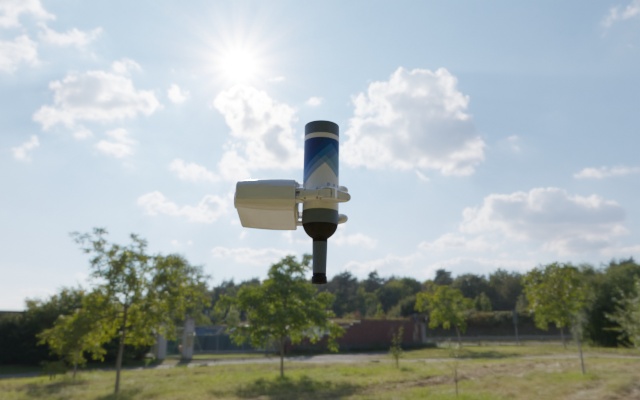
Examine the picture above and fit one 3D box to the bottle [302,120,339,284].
[{"bbox_3d":[0.000,0.003,0.871,0.069,0.295,0.069,1,-14,0],"label":"bottle"}]
